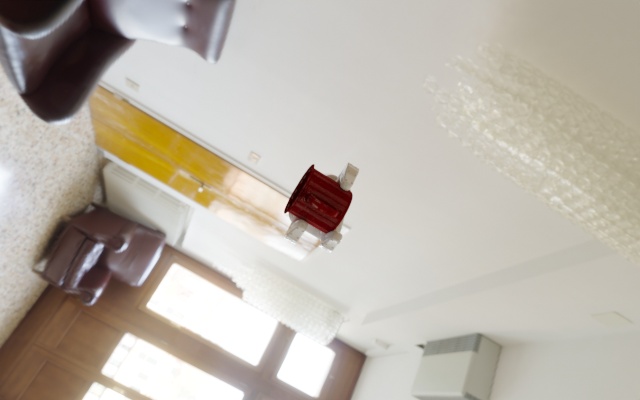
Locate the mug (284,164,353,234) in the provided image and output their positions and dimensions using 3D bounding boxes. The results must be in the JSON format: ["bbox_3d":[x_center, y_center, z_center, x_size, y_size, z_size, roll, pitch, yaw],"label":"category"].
[{"bbox_3d":[0.001,0.003,0.760,0.081,0.093,0.117,31,2,-9],"label":"mug"}]
